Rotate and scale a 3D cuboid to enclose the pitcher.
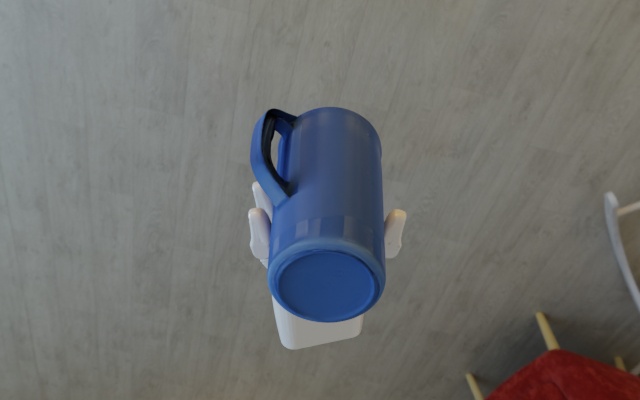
[{"bbox_3d":[0.000,0.002,0.517,0.149,0.145,0.242,-1,36,3],"label":"pitcher"}]
